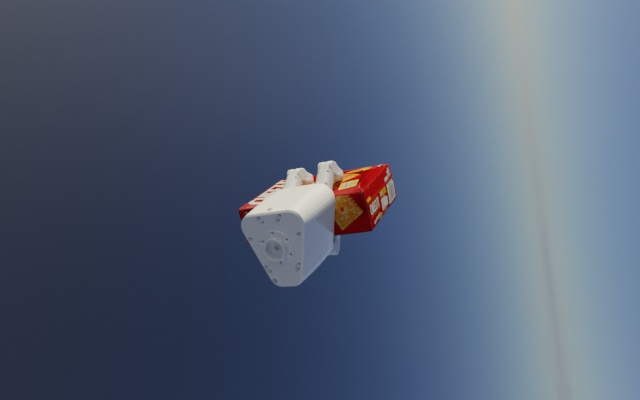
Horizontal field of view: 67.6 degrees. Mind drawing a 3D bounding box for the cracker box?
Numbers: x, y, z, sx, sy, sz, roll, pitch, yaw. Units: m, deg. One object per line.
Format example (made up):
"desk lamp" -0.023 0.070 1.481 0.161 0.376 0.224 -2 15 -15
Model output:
"cracker box" 0.000 0.003 0.784 0.214 0.072 0.164 -7 16 24
